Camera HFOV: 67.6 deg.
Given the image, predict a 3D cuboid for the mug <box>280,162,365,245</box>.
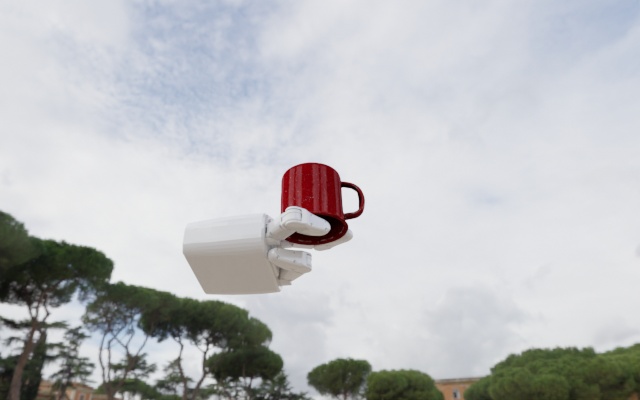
[{"bbox_3d":[0.002,0.002,0.632,0.117,0.081,0.093,-6,-31,7],"label":"mug"}]
